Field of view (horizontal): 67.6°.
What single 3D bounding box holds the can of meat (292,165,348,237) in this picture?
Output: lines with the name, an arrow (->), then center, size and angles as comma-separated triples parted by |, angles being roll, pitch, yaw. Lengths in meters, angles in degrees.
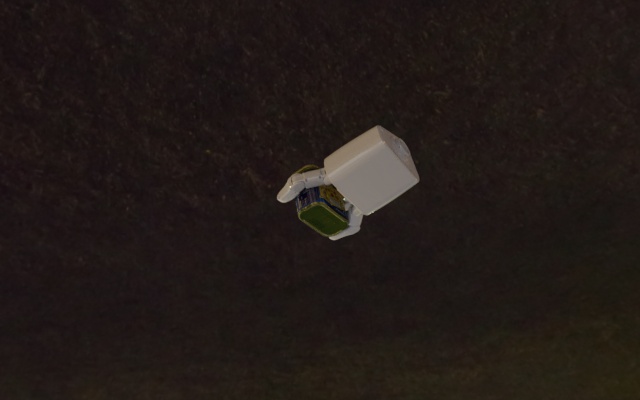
can of meat -> 0.000, 0.003, 0.806 | 0.057, 0.084, 0.102 | -31, -43, 22
